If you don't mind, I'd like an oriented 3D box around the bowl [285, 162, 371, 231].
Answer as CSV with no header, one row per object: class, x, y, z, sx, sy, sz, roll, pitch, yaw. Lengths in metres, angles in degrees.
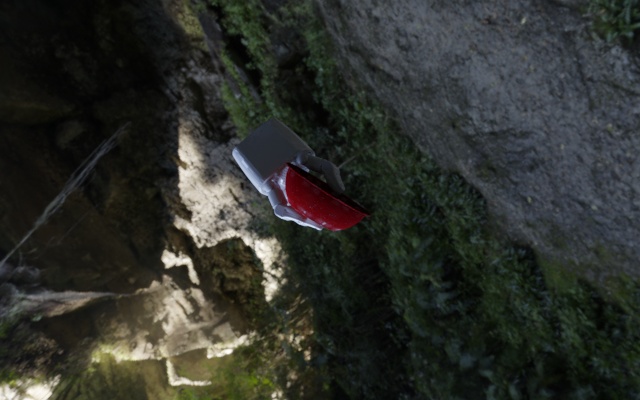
bowl,0.001,0.003,0.775,0.162,0.055,0.162,31,5,-3
